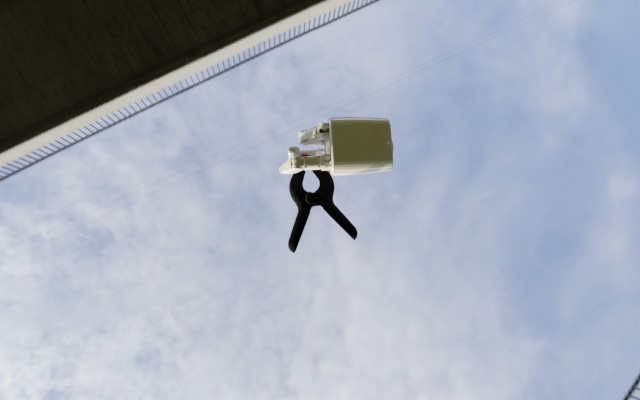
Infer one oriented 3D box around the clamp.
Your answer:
[{"bbox_3d":[0.000,0.003,0.832,0.120,0.171,0.039,-3,-7,-5],"label":"clamp"}]
